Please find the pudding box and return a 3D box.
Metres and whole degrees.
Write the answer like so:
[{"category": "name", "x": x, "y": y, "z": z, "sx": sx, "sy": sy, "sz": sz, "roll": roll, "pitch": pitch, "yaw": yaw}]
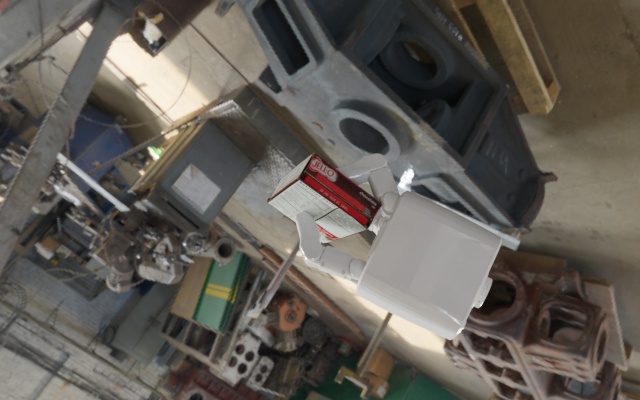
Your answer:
[{"category": "pudding box", "x": 0.000, "y": 0.002, "z": 0.519, "sx": 0.090, "sy": 0.039, "sz": 0.113, "roll": 37, "pitch": -26, "yaw": -12}]
